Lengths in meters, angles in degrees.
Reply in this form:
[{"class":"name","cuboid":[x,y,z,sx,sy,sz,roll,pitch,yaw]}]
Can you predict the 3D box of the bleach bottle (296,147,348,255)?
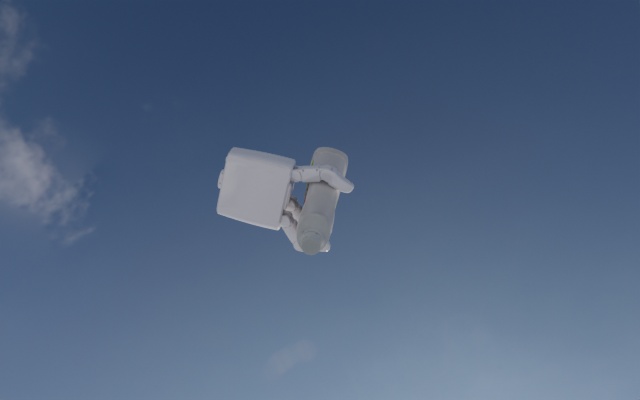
[{"class":"bleach bottle","cuboid":[0.000,0.003,0.790,0.068,0.103,0.250,14,27,-1]}]
